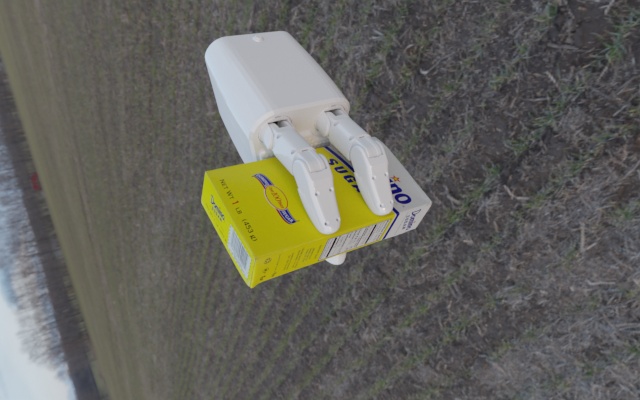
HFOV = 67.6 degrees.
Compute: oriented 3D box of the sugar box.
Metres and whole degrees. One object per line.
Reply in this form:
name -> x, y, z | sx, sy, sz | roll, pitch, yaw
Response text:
sugar box -> 0.000, 0.001, 0.407 | 0.176, 0.093, 0.048 | -18, -32, -29
